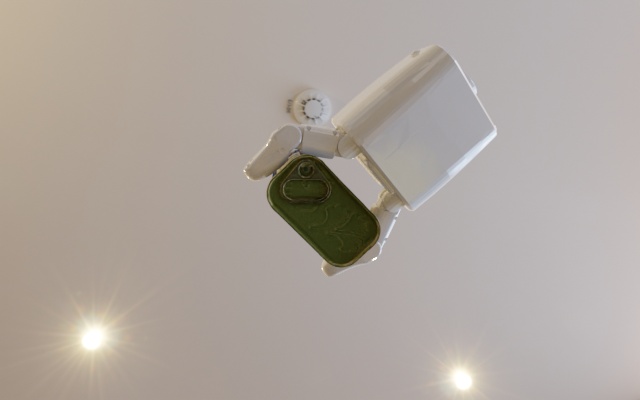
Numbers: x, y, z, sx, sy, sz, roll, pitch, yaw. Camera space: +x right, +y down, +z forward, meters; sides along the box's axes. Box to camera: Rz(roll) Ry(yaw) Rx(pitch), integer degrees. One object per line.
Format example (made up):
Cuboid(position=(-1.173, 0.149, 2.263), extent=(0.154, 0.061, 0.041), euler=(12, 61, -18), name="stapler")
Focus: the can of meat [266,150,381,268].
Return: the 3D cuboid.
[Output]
Cuboid(position=(0.000, 0.001, 0.436), extent=(0.057, 0.102, 0.084), euler=(-44, 12, 5), name="can of meat")
